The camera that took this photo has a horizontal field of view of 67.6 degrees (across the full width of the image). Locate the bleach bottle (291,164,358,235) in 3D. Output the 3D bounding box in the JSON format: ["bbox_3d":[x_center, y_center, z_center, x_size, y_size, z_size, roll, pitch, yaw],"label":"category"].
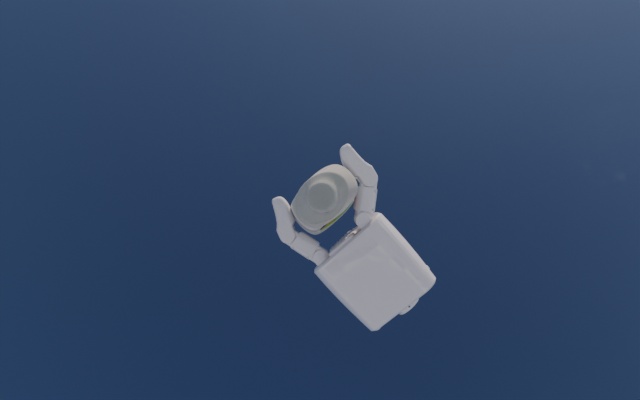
[{"bbox_3d":[0.000,0.002,0.611,0.102,0.068,0.251,-43,-2,2],"label":"bleach bottle"}]
